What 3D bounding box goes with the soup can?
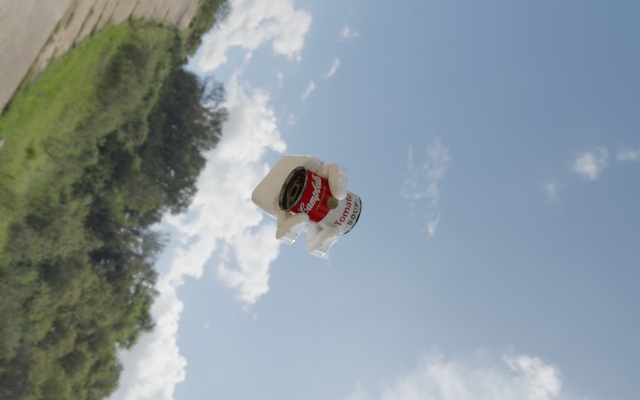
[{"bbox_3d":[0.001,0.002,0.687,0.102,0.068,0.068,26,-13,-28],"label":"soup can"}]
